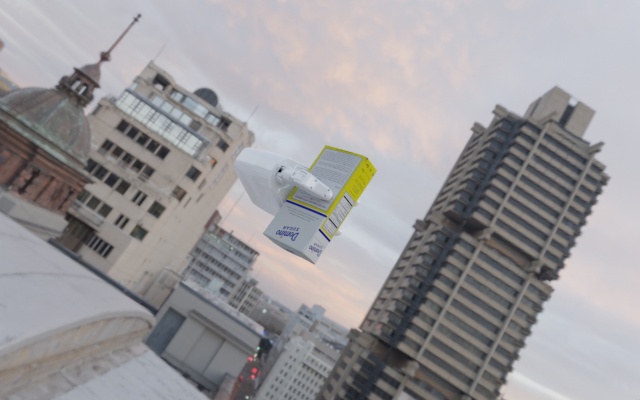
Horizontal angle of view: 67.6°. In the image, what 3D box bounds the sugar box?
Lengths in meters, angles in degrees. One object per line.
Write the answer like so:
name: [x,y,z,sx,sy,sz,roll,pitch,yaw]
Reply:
sugar box: [0.000,0.003,0.724,0.093,0.176,0.048,21,-17,43]
